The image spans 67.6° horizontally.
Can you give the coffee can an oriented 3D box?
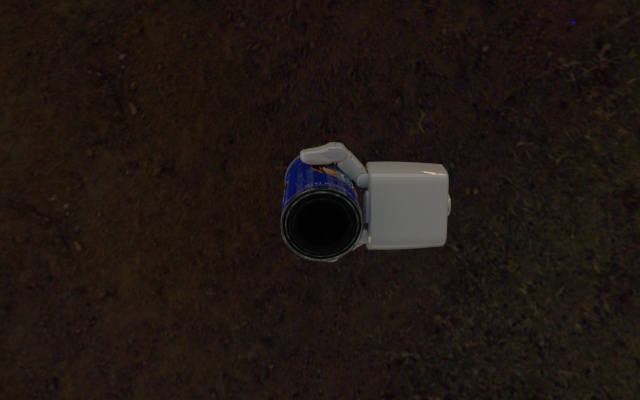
[{"bbox_3d":[0.000,0.002,0.643,0.103,0.103,0.140,0,25,-2],"label":"coffee can"}]
